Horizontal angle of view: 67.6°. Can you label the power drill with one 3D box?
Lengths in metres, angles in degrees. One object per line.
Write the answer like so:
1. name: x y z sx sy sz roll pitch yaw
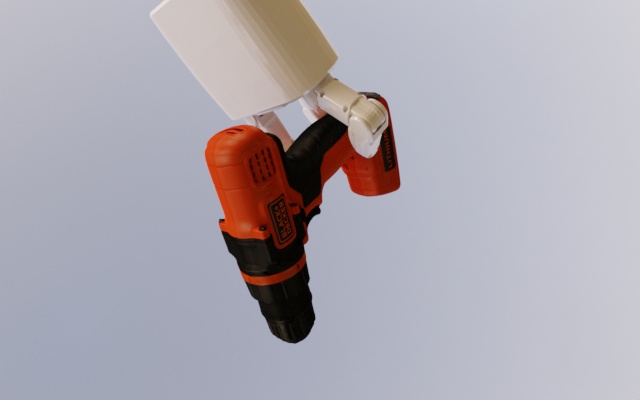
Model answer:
1. power drill: 0.000 0.001 0.403 0.057 0.184 0.187 9 34 35
